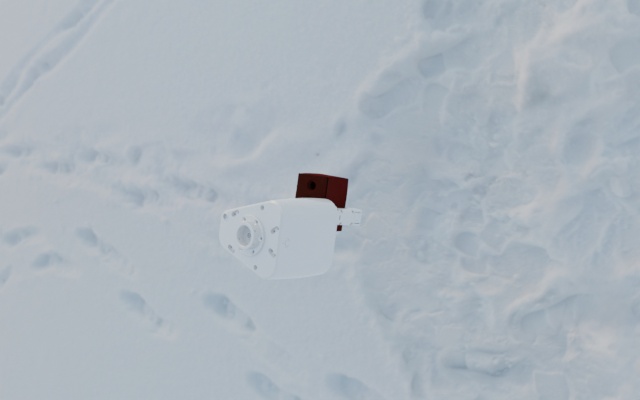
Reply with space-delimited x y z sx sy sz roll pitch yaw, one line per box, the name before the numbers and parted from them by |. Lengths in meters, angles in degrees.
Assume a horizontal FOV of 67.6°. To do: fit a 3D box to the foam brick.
foam brick | 0.000 0.002 0.665 0.053 0.078 0.051 10 5 38
